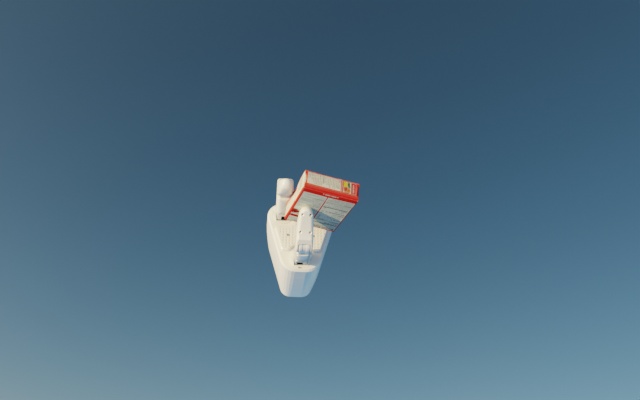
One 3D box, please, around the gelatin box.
[{"bbox_3d":[0.000,0.002,0.622,0.073,0.030,0.089,14,-34,-14],"label":"gelatin box"}]
